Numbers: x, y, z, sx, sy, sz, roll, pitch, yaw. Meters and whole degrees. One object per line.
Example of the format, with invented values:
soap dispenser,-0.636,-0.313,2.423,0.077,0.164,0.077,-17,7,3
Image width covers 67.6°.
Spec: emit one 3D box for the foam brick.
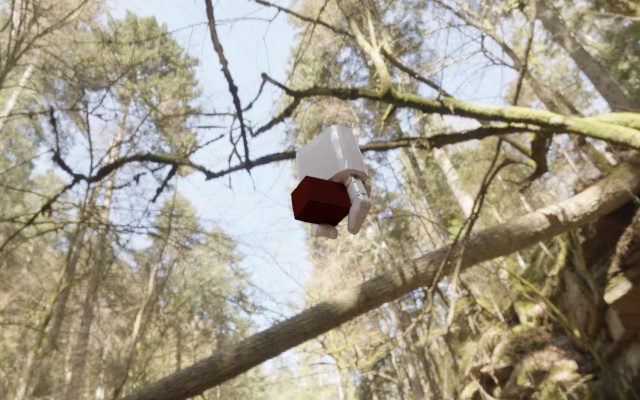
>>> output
foam brick,0.000,0.002,0.742,0.078,0.051,0.053,12,-40,-30
